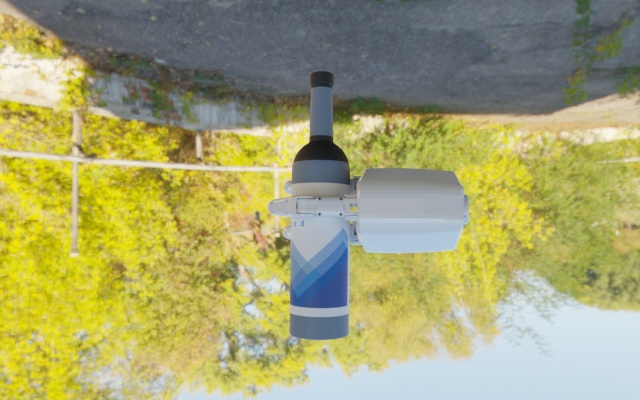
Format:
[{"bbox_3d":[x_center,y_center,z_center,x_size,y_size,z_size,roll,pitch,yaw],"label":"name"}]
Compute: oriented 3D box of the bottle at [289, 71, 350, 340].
[{"bbox_3d":[0.000,0.002,0.542,0.069,0.295,0.069,1,-4,0],"label":"bottle"}]
